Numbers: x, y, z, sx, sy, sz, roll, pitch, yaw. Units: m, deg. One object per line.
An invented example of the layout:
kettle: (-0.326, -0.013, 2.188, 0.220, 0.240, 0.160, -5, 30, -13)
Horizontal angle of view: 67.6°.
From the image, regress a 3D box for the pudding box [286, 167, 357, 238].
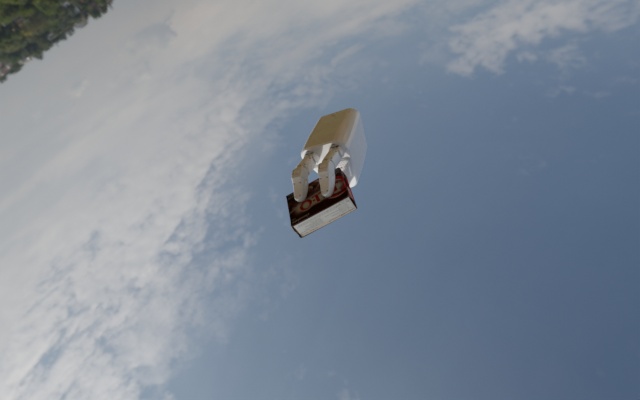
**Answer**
pudding box: (0.000, 0.003, 0.819, 0.113, 0.039, 0.090, -30, 34, 11)
